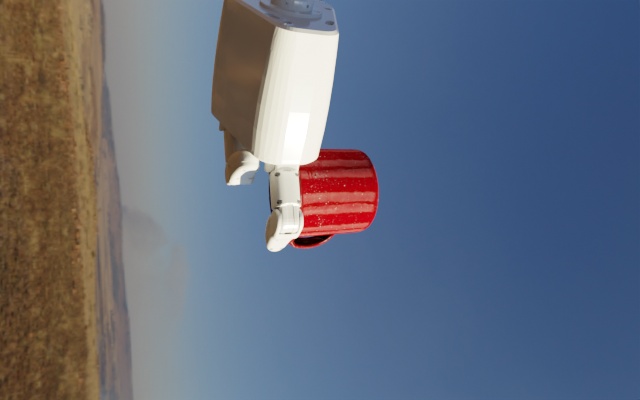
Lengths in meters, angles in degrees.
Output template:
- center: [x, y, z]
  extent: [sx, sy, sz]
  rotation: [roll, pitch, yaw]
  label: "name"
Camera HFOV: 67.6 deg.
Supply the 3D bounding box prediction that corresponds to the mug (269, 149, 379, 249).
- center: [0.000, 0.003, 0.464]
  extent: [0.081, 0.117, 0.093]
  rotation: [-3, 38, -22]
  label: "mug"
